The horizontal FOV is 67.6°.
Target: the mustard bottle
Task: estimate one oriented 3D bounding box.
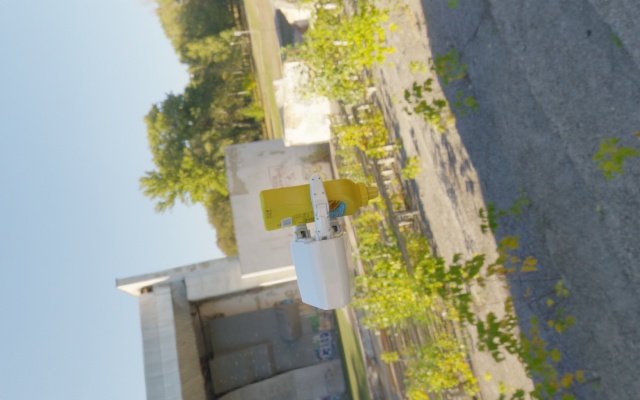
[{"bbox_3d":[0.000,0.002,0.773,0.191,0.058,0.096,-10,-24,-7],"label":"mustard bottle"}]
